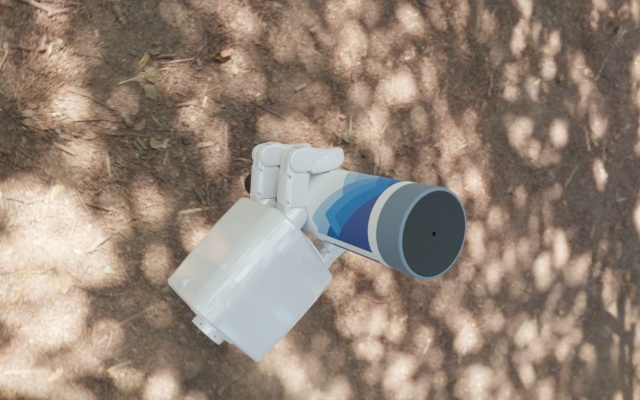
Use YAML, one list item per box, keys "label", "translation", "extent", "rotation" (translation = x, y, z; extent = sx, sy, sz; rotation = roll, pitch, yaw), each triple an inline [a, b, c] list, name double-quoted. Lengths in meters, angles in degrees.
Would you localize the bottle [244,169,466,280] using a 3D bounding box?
- label: "bottle"
  translation: [0.000, 0.001, 0.454]
  extent: [0.069, 0.069, 0.295]
  rotation: [0, 9, -33]
